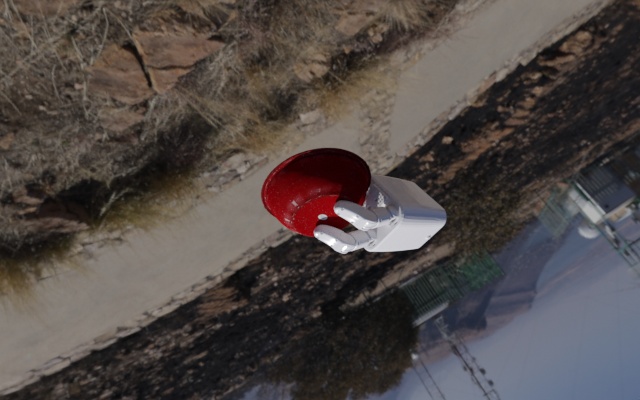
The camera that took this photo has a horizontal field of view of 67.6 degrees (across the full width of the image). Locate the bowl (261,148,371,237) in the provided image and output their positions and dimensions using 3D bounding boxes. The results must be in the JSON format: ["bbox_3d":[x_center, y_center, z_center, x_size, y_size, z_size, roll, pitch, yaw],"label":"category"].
[{"bbox_3d":[-0.001,0.003,0.670,0.162,0.055,0.162,-9,-39,-7],"label":"bowl"}]
